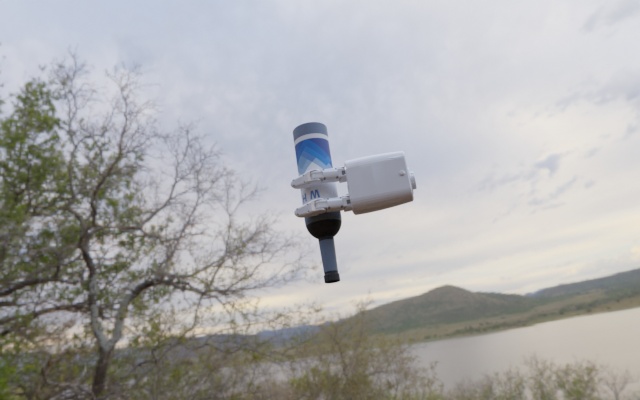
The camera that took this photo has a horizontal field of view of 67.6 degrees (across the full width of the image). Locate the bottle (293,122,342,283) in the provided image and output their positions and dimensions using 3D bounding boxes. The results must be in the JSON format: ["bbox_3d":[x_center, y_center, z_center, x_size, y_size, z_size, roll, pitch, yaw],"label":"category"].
[{"bbox_3d":[0.000,0.003,0.871,0.069,0.295,0.069,-8,-19,-3],"label":"bottle"}]
